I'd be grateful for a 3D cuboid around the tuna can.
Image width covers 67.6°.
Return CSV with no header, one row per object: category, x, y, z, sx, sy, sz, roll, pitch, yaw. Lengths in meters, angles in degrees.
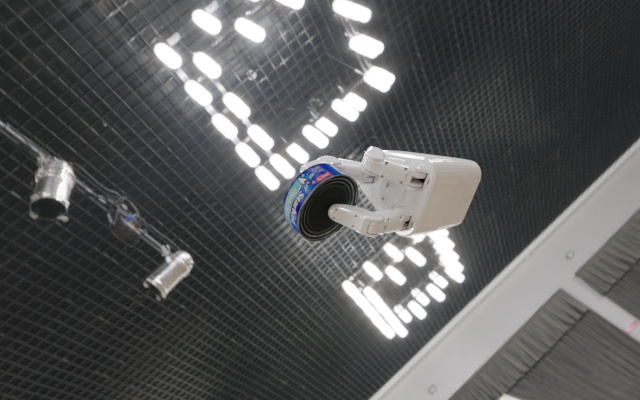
tuna can,0.000,0.001,0.539,0.086,0.086,0.033,0,30,-46
